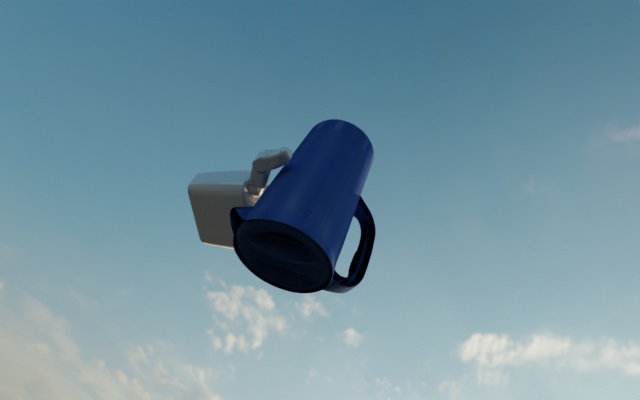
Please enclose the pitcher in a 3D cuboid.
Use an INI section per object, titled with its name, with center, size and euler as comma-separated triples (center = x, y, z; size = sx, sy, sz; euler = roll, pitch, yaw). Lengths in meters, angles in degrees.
[pitcher]
center = 0.000, 0.002, 0.657
size = 0.145, 0.149, 0.242
euler = 2, 42, 26
